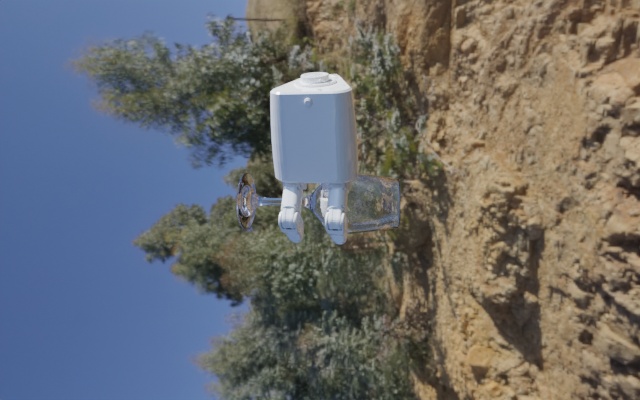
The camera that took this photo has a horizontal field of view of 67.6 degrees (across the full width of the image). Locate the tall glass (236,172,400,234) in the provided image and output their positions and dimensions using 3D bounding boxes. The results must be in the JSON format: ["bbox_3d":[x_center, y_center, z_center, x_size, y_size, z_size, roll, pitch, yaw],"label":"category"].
[{"bbox_3d":[-0.001,0.002,0.609,0.201,0.079,0.079,1,0,10],"label":"tall glass"}]
